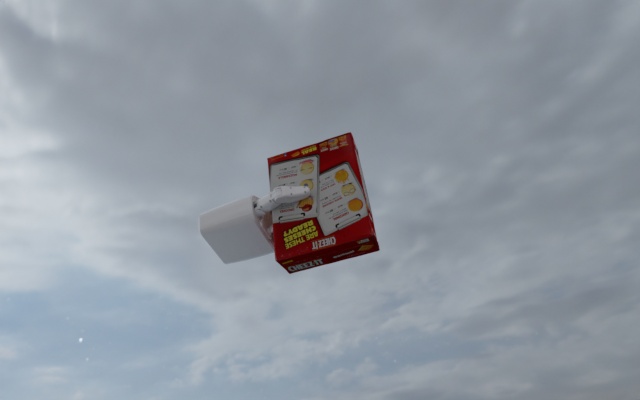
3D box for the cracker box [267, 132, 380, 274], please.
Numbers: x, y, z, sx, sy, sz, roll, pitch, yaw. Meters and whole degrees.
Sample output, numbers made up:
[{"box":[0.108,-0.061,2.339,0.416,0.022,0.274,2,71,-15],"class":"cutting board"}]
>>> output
[{"box":[0.000,0.002,0.826,0.164,0.213,0.072,-16,-33,11],"class":"cracker box"}]
